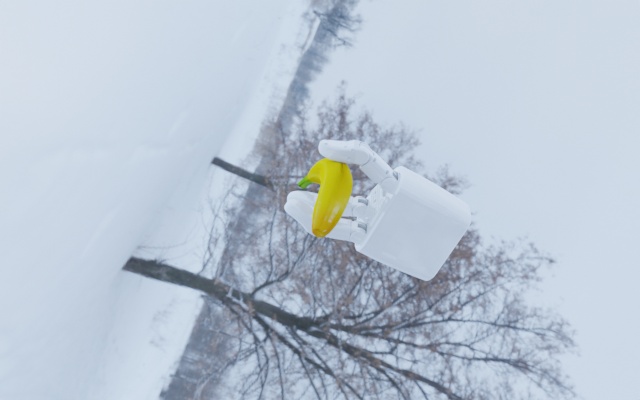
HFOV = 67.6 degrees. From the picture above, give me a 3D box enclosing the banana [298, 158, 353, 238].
[{"bbox_3d":[0.010,-0.014,0.562,0.037,0.069,0.197,31,10,-13],"label":"banana"}]
